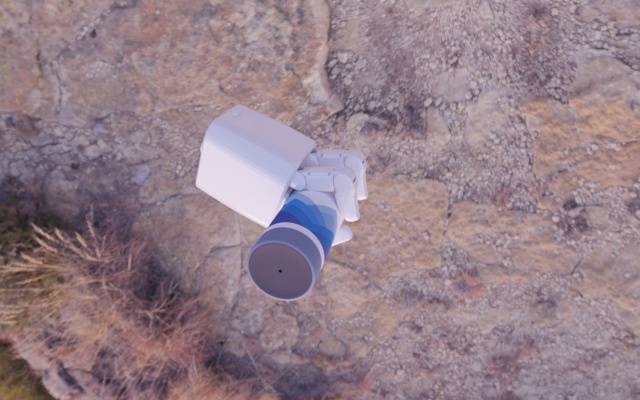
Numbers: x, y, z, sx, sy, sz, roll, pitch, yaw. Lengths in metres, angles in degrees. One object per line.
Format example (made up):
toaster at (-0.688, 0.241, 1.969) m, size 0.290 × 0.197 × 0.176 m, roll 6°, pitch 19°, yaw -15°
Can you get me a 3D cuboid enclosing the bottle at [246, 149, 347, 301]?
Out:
bottle at (0.000, 0.002, 0.563) m, size 0.069 × 0.069 × 0.295 m, roll 0°, pitch 25°, yaw 16°
